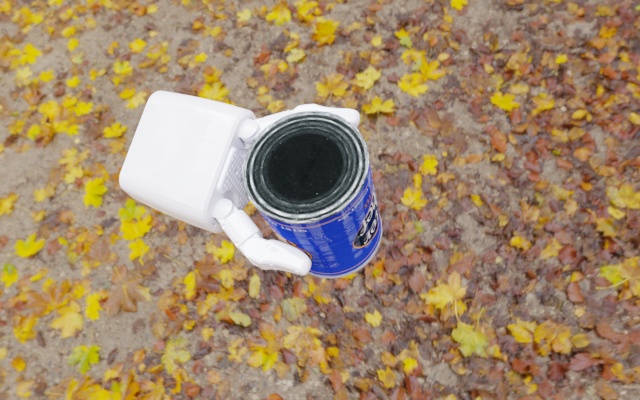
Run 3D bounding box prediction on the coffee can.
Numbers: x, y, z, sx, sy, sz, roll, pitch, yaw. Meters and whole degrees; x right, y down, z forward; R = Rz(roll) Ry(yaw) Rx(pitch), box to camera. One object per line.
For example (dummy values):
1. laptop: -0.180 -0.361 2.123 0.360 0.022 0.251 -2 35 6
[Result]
1. coffee can: 0.000 0.002 0.435 0.103 0.102 0.140 0 -26 12
